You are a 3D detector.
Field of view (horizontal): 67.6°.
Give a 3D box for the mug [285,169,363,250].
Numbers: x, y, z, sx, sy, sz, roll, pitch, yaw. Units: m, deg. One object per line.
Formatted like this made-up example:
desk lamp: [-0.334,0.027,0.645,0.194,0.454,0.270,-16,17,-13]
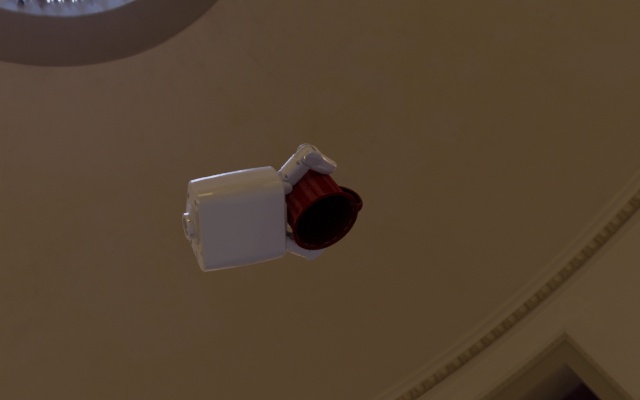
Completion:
mug: [0.001,0.002,0.631,0.117,0.093,0.081,-10,41,-26]
